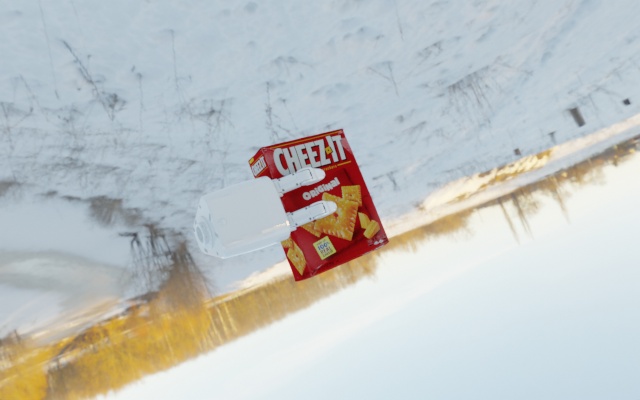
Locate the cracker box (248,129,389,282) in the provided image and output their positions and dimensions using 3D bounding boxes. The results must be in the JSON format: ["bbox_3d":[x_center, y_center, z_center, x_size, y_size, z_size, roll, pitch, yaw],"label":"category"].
[{"bbox_3d":[0.000,0.003,0.782,0.164,0.213,0.072,-18,-7,-32],"label":"cracker box"}]
